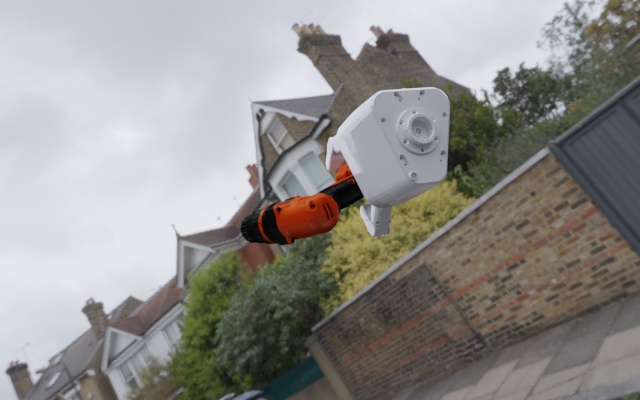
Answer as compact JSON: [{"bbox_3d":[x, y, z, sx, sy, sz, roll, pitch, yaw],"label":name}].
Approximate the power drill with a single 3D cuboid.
[{"bbox_3d":[0.001,0.002,0.641,0.187,0.057,0.184,-31,12,-37],"label":"power drill"}]
